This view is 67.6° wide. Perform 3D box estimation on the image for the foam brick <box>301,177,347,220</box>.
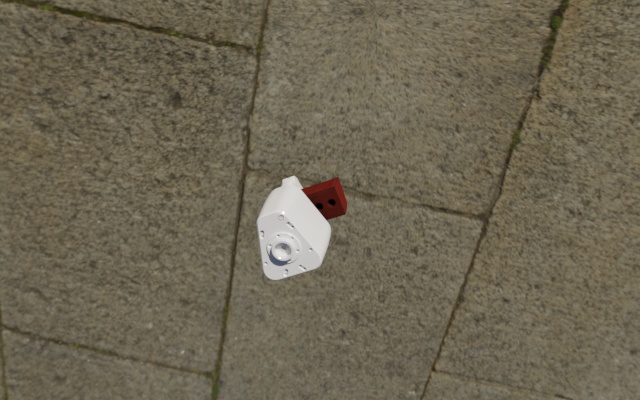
[{"bbox_3d":[0.000,0.002,0.791,0.078,0.053,0.051,-18,17,12],"label":"foam brick"}]
